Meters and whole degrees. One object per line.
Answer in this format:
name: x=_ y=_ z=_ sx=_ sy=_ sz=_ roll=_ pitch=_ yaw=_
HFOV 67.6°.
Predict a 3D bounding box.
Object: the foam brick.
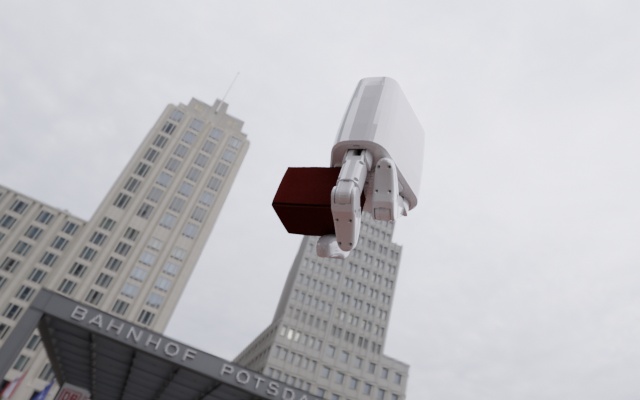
foam brick: x=0.000 y=0.002 z=0.486 sx=0.078 sy=0.051 sz=0.053 roll=2 pitch=-37 yaw=20
